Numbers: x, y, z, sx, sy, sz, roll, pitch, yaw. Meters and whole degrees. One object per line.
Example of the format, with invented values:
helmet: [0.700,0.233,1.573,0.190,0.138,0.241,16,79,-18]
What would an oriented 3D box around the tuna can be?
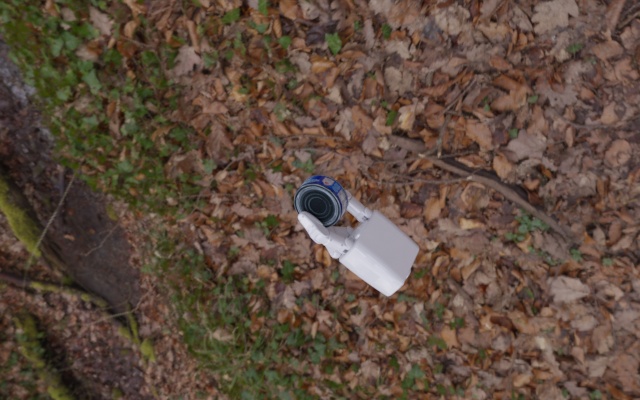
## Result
tuna can: [0.000,0.003,0.789,0.086,0.086,0.033,0,28,25]
